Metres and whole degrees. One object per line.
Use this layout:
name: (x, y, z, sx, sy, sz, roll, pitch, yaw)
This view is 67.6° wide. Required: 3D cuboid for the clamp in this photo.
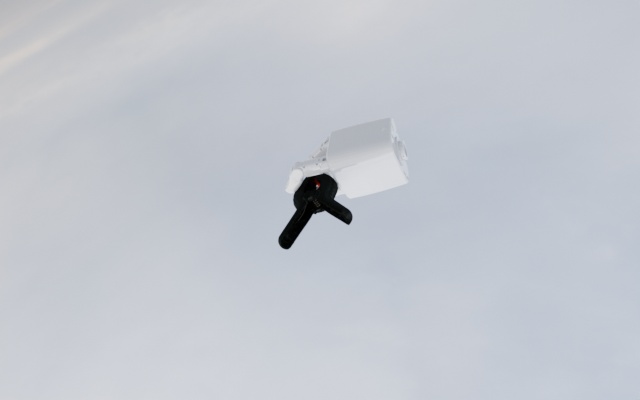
clamp: (0.000, 0.003, 0.758, 0.120, 0.039, 0.171, -13, 37, 19)
